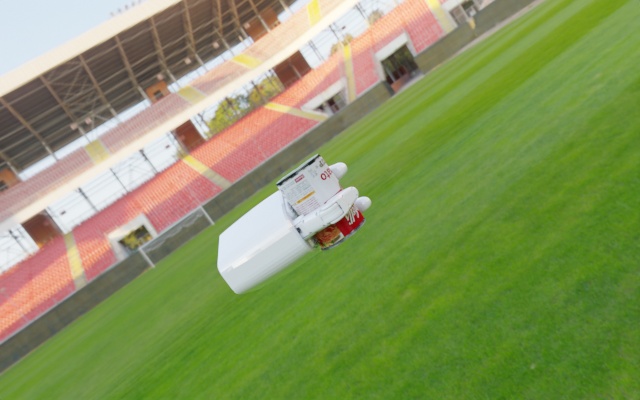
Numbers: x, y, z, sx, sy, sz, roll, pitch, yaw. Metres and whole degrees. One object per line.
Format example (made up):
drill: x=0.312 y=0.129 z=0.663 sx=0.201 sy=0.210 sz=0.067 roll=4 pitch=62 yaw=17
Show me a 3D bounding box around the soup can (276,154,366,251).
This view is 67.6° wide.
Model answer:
soup can: x=0.000 y=0.001 z=0.596 sx=0.068 sy=0.102 sz=0.068 roll=-35 pitch=7 yaw=5
